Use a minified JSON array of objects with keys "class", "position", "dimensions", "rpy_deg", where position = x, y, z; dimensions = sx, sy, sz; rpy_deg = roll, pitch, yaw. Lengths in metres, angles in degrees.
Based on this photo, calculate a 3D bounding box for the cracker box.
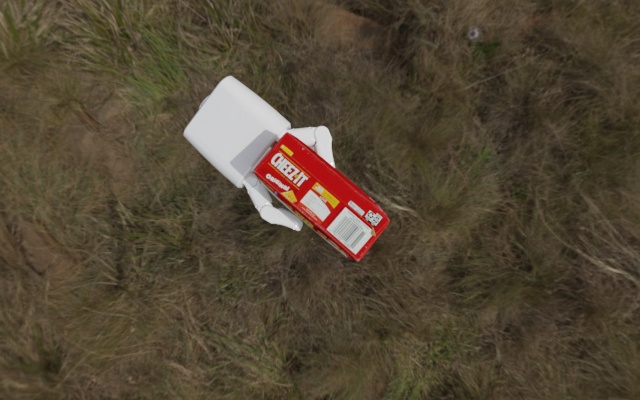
[{"class":"cracker box","position":[0.000,0.002,0.655],"dimensions":[0.164,0.072,0.214],"rpy_deg":[40,-4,2]}]
